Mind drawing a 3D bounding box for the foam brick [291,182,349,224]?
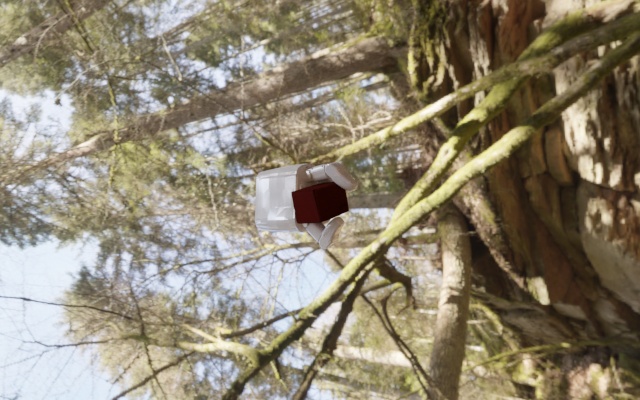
[{"bbox_3d":[0.000,0.002,0.758,0.051,0.053,0.078,-4,9,40],"label":"foam brick"}]
